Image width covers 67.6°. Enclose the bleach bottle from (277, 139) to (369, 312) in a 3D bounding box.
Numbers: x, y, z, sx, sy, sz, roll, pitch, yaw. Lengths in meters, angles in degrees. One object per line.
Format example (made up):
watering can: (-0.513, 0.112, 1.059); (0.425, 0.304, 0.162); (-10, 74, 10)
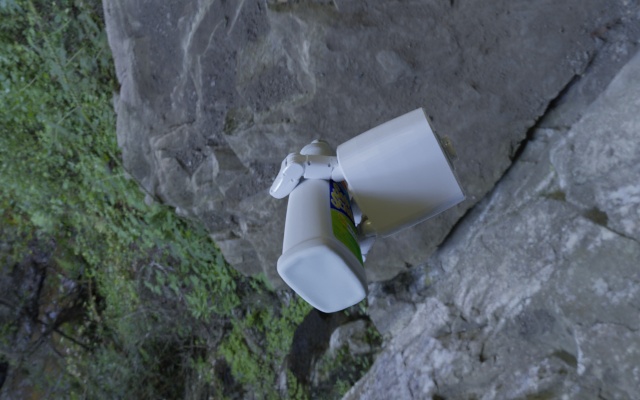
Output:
bleach bottle: (0.000, 0.002, 0.564); (0.068, 0.250, 0.103); (-27, -53, 18)
